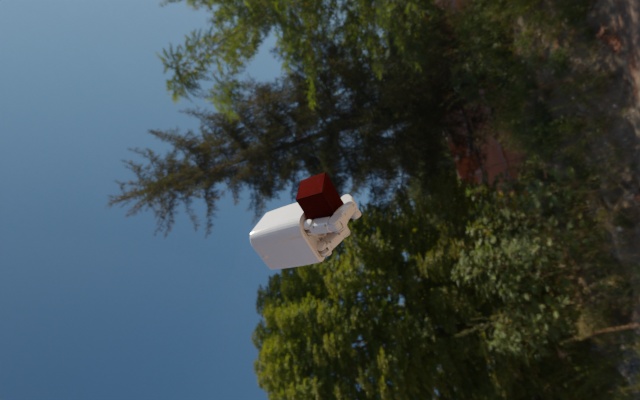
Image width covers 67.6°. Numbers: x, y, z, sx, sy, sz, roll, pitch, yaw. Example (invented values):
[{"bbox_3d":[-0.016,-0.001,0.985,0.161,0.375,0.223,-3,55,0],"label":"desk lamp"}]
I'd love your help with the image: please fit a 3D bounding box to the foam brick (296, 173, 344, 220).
[{"bbox_3d":[0.000,0.002,0.808,0.051,0.078,0.053,-14,37,23],"label":"foam brick"}]
